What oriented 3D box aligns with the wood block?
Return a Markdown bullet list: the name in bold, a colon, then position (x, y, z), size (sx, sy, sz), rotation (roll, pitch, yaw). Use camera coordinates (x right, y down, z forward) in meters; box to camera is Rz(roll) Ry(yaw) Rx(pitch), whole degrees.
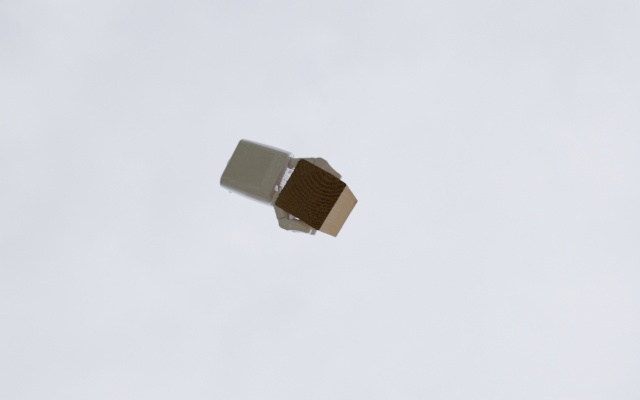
- **wood block**: position (0.000, 0.002, 0.863), size (0.090, 0.091, 0.206), rotation (30, -1, 12)
